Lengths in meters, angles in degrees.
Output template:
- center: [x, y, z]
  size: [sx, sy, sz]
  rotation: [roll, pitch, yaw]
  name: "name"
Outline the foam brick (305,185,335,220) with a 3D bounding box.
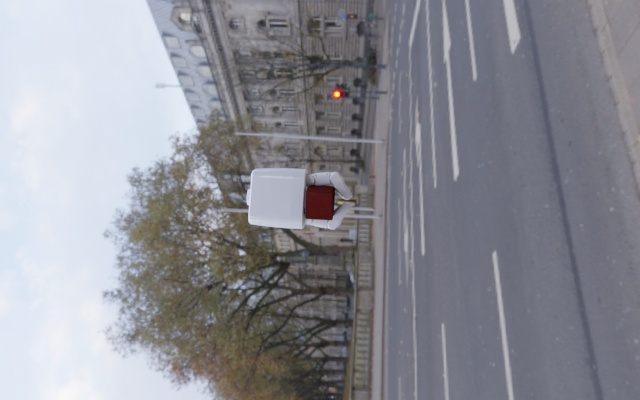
- center: [0.000, 0.003, 0.893]
  size: [0.051, 0.053, 0.078]
  rotation: [4, 10, 3]
  name: "foam brick"
